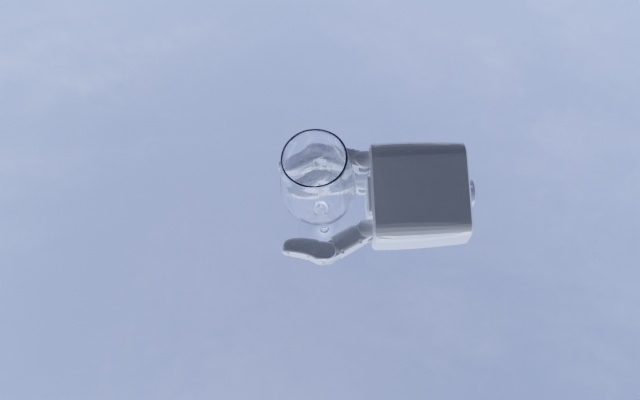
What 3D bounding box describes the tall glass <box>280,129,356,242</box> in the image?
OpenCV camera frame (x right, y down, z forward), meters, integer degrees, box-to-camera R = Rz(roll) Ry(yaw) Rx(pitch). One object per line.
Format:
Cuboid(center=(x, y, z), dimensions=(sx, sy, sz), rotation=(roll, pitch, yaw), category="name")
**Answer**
Cuboid(center=(0.000, 0.002, 0.522), dimensions=(0.079, 0.079, 0.201), rotation=(0, -24, 4), category="tall glass")
